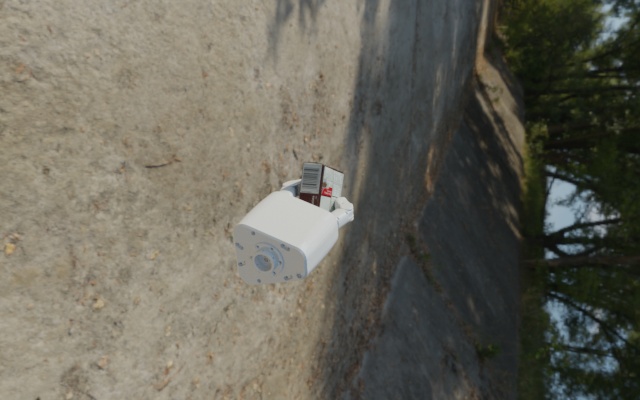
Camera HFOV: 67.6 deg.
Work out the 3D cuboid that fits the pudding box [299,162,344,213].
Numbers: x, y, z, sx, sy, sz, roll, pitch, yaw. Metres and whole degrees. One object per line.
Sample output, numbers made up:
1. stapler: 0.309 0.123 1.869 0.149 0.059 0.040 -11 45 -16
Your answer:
1. pudding box: 0.000 0.002 0.746 0.039 0.113 0.090 7 -2 22
